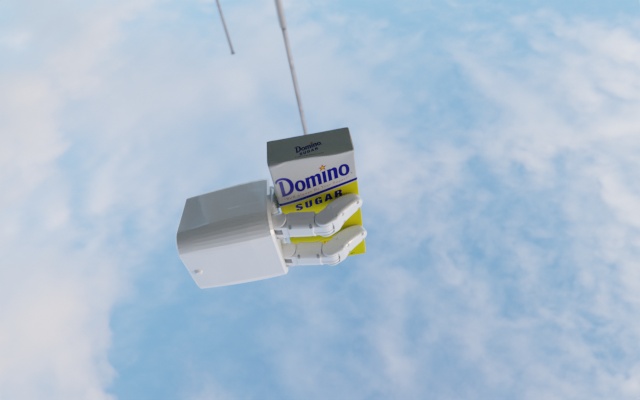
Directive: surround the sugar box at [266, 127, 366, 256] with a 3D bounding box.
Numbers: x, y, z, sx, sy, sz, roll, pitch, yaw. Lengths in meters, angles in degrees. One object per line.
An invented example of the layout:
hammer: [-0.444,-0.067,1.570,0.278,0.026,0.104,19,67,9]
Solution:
sugar box: [0.000,0.002,0.559,0.093,0.048,0.176,-11,-42,2]
